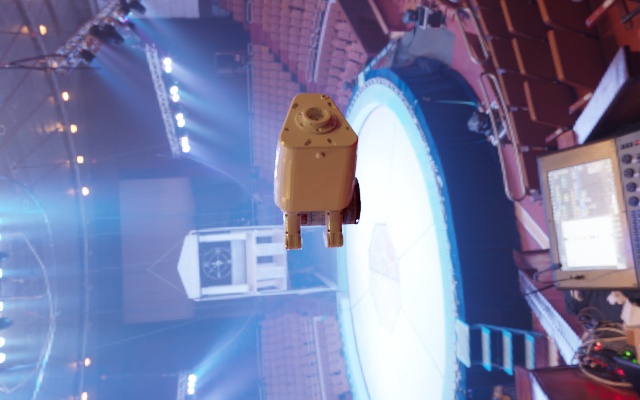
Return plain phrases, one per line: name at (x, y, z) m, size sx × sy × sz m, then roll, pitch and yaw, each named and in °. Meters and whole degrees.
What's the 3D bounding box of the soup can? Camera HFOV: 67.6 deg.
soup can at (0.000, 0.002, 0.660) m, size 0.102 × 0.068 × 0.068 m, roll -2°, pitch 0°, yaw -8°
